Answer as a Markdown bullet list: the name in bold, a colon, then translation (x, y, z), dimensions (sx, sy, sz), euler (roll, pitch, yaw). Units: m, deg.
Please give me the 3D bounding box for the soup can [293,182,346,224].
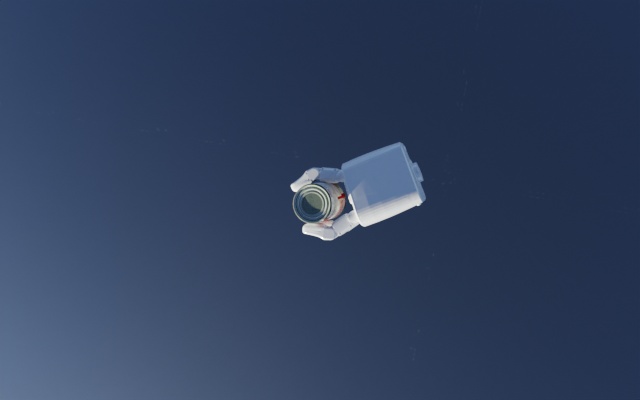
- **soup can**: translation (0.000, 0.003, 0.820), dimensions (0.068, 0.068, 0.102), euler (0, 4, 16)
